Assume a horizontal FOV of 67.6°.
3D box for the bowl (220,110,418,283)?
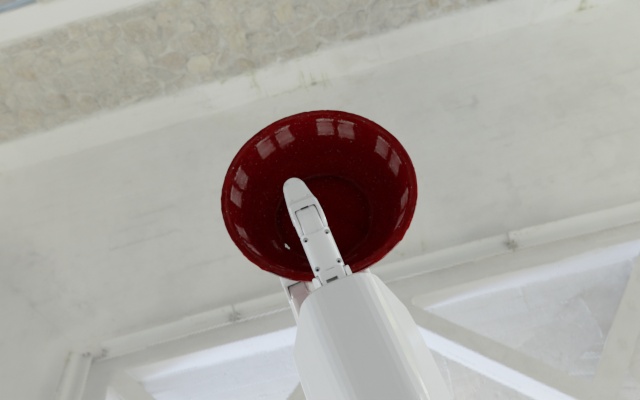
[{"bbox_3d":[0.000,0.000,0.413,0.162,0.162,0.055,0,-28,6],"label":"bowl"}]
